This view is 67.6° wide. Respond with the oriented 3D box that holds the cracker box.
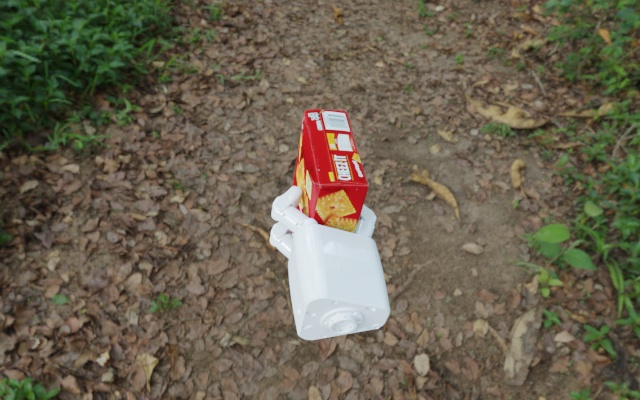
[{"bbox_3d":[0.000,0.002,0.688,0.072,0.214,0.164,1,44,-12],"label":"cracker box"}]
